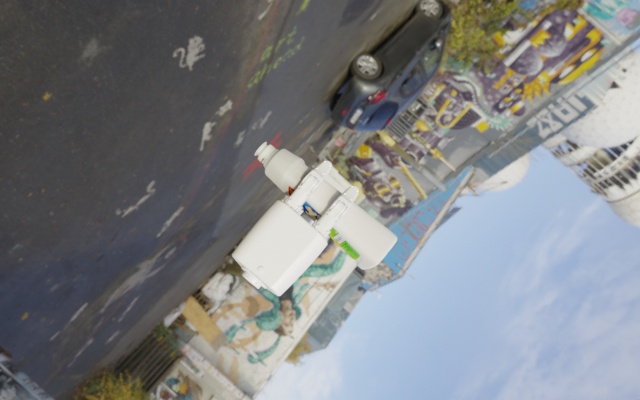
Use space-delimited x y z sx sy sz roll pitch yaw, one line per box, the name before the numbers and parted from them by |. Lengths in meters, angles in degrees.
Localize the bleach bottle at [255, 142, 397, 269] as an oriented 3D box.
bleach bottle | 0.000 0.002 0.750 0.251 0.068 0.102 41 -14 1
